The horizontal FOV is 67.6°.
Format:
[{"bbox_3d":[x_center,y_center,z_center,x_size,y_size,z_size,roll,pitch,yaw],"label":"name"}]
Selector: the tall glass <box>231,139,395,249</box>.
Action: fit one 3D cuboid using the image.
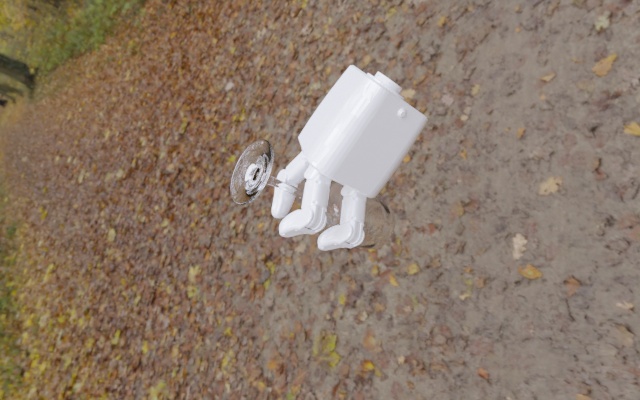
[{"bbox_3d":[-0.001,0.002,0.559,0.201,0.079,0.079,24,-15,-36],"label":"tall glass"}]
